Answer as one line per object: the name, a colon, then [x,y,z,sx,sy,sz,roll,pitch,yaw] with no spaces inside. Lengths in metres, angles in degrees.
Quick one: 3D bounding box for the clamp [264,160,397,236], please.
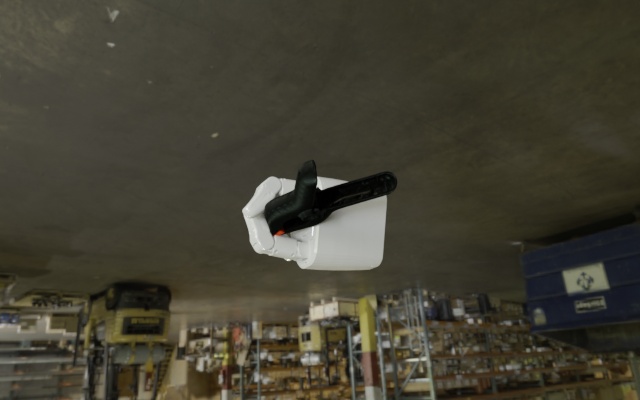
clamp: [0.000,0.002,0.532,0.120,0.039,0.171,7,-22,-27]
